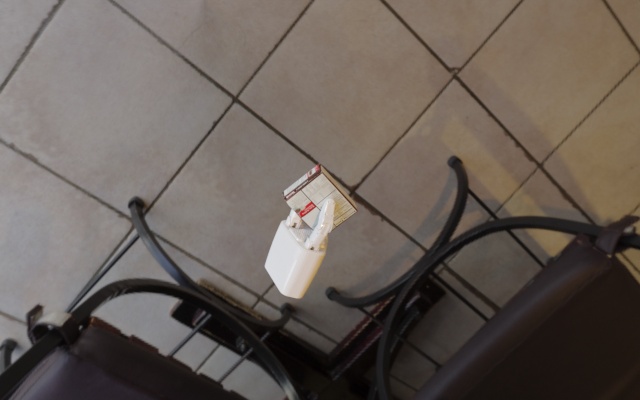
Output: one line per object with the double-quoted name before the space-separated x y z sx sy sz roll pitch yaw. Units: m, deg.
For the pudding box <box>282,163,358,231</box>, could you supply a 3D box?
"pudding box" 0.000 0.003 0.869 0.090 0.113 0.039 -38 29 10
